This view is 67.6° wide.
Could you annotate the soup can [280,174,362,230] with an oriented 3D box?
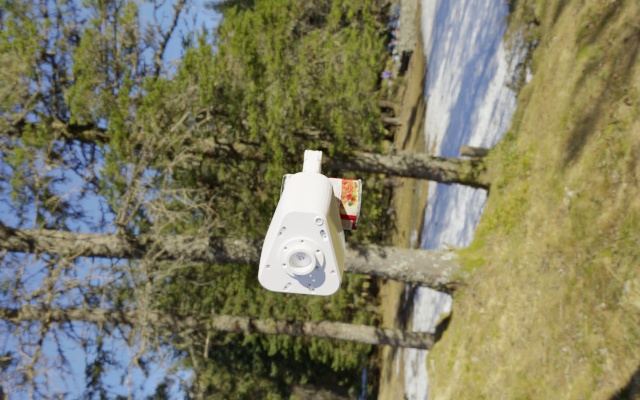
[{"bbox_3d":[0.000,0.002,0.636,0.102,0.068,0.068,5,0,0],"label":"soup can"}]
